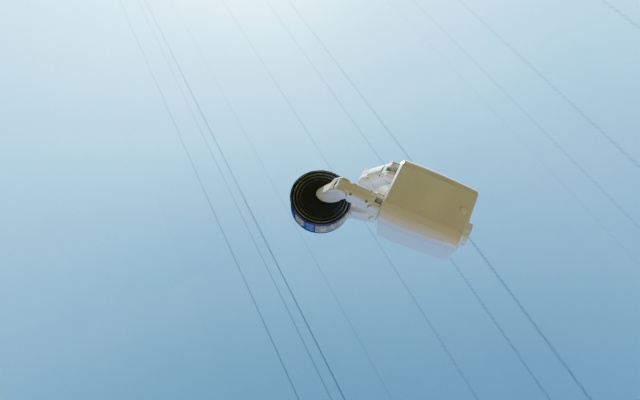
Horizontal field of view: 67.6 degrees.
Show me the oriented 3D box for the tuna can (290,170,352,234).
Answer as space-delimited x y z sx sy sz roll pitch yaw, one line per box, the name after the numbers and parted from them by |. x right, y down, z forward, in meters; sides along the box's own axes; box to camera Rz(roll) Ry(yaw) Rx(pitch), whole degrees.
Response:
0.000 0.002 0.668 0.086 0.086 0.034 0 -28 -3 | tuna can
